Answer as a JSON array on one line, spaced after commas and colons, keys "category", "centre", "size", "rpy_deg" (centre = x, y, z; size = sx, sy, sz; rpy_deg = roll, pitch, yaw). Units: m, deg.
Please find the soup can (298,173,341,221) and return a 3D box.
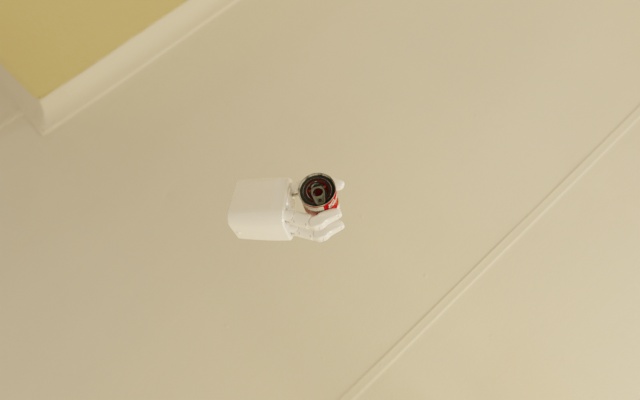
[{"category": "soup can", "centre": [0.001, 0.003, 0.886], "size": [0.068, 0.068, 0.102], "rpy_deg": [0, -27, 8]}]
